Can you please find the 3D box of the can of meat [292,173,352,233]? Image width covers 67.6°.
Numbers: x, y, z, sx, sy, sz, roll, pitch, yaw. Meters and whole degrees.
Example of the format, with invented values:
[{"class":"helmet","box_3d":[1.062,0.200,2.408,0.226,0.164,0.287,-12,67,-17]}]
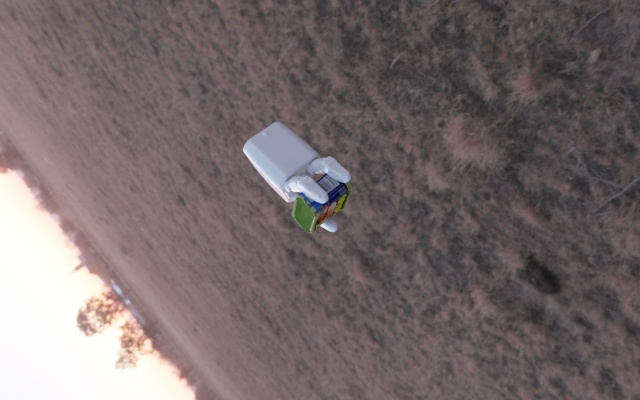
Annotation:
[{"class":"can of meat","box_3d":[0.000,0.003,0.834,0.084,0.057,0.102,-38,-15,-23]}]
